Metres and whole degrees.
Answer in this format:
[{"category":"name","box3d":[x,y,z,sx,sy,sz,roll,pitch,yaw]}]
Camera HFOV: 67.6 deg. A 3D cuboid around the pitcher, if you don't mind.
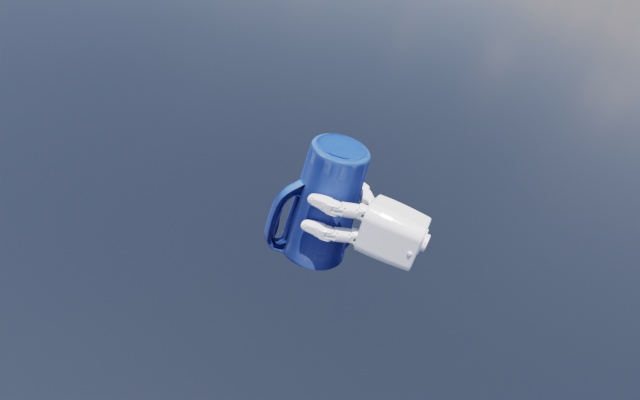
[{"category":"pitcher","box3d":[0.000,0.003,0.891,0.145,0.243,0.149,25,34,14]}]
